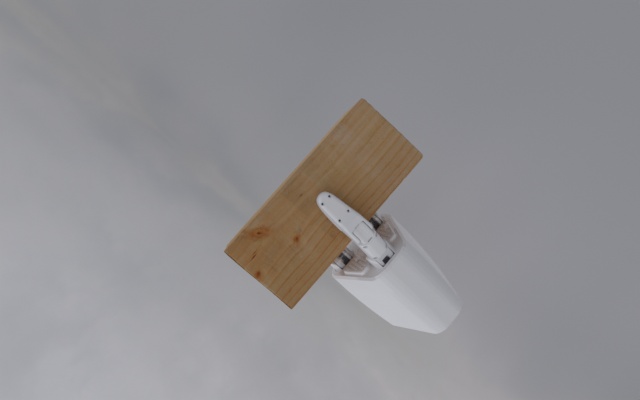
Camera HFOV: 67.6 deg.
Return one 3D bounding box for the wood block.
[{"bbox_3d":[0.000,0.002,0.515,0.090,0.206,0.091,42,-6,-7],"label":"wood block"}]
